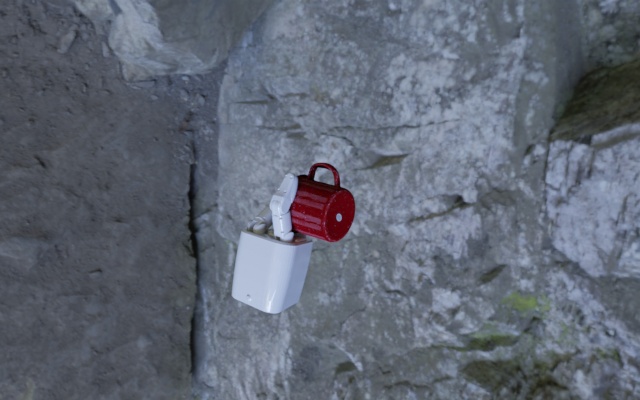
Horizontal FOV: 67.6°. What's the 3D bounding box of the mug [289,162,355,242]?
[{"bbox_3d":[0.001,0.001,0.707,0.081,0.117,0.093,15,7,35],"label":"mug"}]
